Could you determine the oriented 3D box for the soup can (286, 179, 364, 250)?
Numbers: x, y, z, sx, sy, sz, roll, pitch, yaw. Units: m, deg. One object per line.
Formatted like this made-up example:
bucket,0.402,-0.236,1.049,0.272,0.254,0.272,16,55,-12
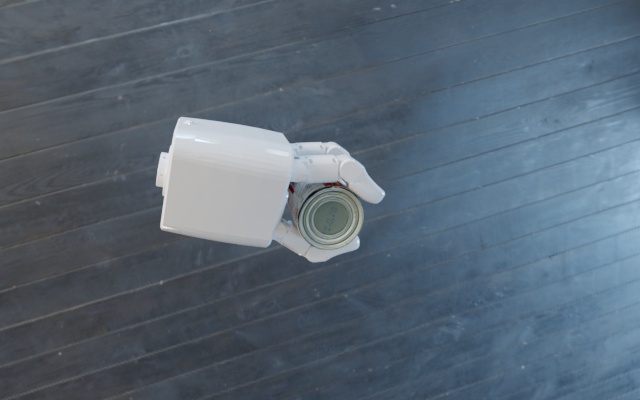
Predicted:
soup can,0.001,0.002,0.505,0.068,0.068,0.102,0,19,-13
